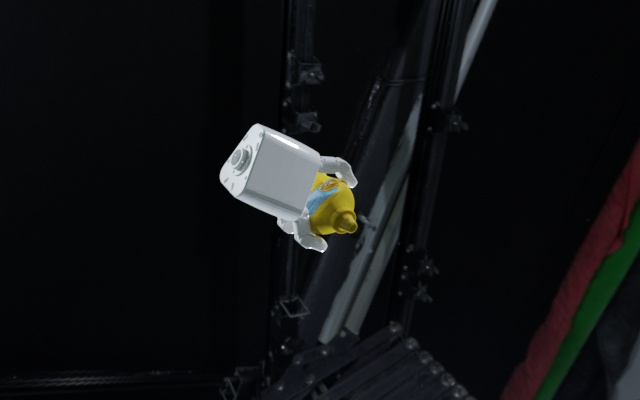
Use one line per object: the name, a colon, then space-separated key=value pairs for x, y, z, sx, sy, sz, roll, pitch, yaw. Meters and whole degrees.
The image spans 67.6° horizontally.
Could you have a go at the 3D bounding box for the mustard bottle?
mustard bottle: x=0.000 y=0.003 z=0.781 sx=0.191 sy=0.096 sz=0.058 roll=39 pitch=-11 yaw=51
